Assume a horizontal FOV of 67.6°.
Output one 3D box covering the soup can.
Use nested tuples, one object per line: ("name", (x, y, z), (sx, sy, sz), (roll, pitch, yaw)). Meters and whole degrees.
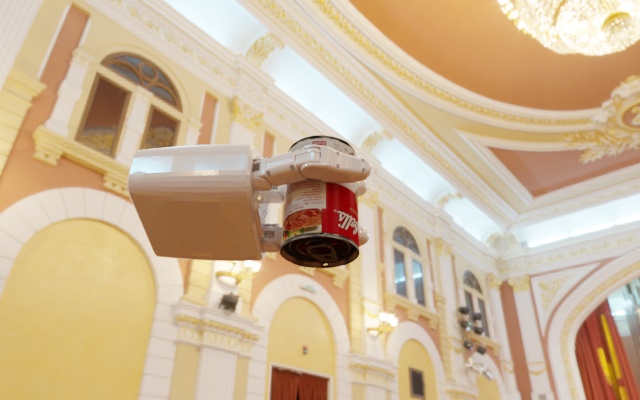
("soup can", (0.001, 0.001, 0.430), (0.068, 0.102, 0.068), (1, -30, 1))
